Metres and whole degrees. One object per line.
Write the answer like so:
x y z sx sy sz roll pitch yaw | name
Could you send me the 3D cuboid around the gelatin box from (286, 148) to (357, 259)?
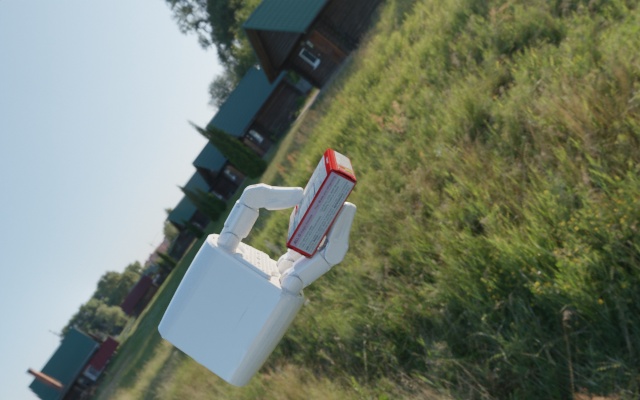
0.000 0.001 0.462 0.030 0.089 0.073 26 17 -10 | gelatin box
